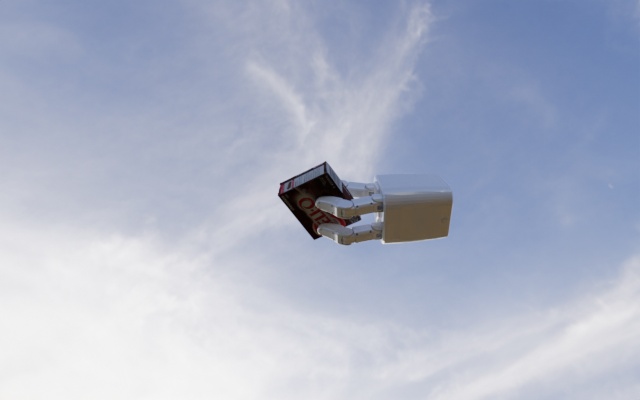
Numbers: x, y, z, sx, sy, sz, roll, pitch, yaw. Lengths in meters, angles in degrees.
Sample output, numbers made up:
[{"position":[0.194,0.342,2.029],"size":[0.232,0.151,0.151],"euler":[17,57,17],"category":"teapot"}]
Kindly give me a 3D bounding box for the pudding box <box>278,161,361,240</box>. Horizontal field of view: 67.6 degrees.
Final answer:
[{"position":[0.000,0.002,0.758],"size":[0.090,0.113,0.039],"euler":[-25,32,19],"category":"pudding box"}]
